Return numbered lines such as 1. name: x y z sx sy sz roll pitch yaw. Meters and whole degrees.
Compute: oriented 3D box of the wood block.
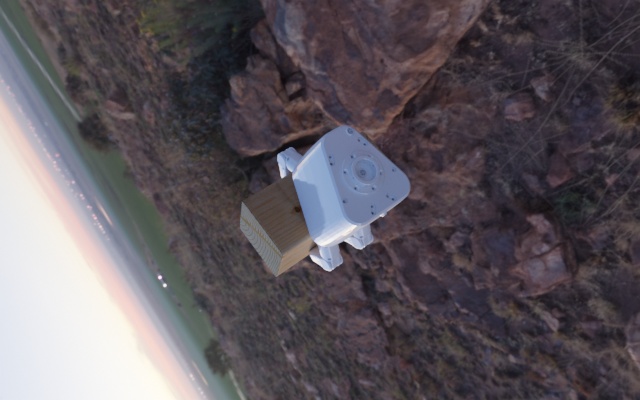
1. wood block: 0.000 0.002 0.665 0.206 0.091 0.090 -32 -17 -24
